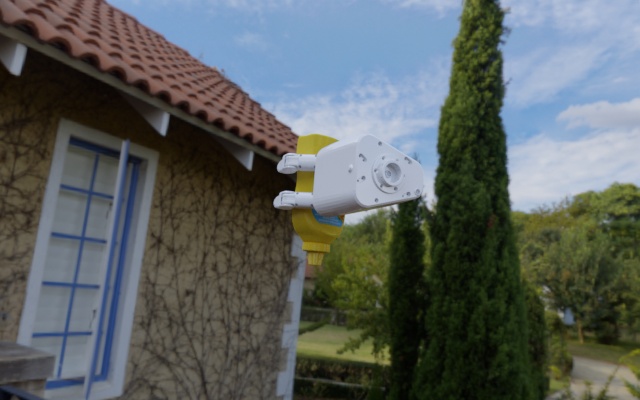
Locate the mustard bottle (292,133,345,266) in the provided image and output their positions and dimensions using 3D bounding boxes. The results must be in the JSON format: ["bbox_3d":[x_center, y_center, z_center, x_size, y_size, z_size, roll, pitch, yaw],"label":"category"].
[{"bbox_3d":[0.000,0.002,0.722,0.058,0.191,0.096,-2,-11,39],"label":"mustard bottle"}]
